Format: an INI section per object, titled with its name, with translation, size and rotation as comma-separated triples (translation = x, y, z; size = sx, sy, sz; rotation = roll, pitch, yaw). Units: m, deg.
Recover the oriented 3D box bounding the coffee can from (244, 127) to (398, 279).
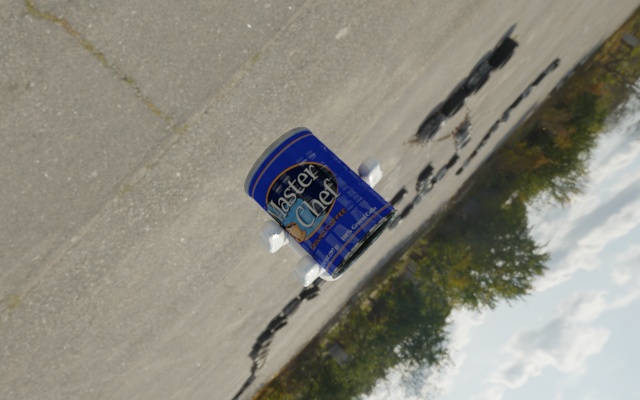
[coffee can]
translation = 0.000, 0.002, 0.530
size = 0.140, 0.103, 0.103
rotation = 43, 11, 12
